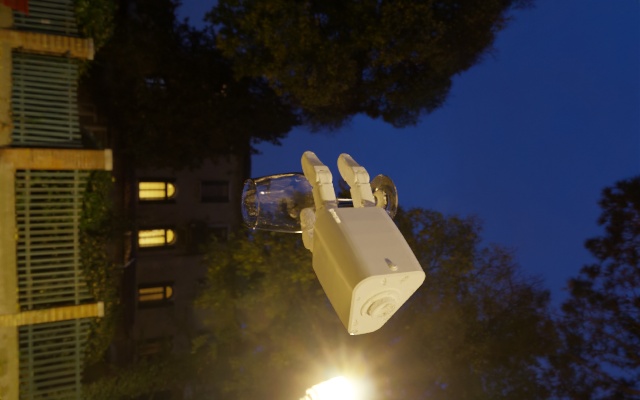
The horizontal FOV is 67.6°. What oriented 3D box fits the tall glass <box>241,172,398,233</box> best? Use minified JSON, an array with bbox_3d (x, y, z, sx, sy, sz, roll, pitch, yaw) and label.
[{"bbox_3d":[0.001,0.002,0.633,0.201,0.079,0.079,-1,0,-28],"label":"tall glass"}]
